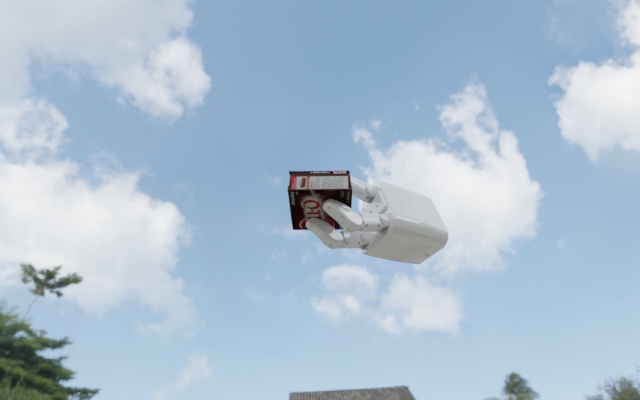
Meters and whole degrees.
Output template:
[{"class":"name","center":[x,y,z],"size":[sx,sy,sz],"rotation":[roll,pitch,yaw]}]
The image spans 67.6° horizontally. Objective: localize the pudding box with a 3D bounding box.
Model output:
[{"class":"pudding box","center":[0.000,0.002,0.703],"size":[0.090,0.039,0.114],"rotation":[-1,-36,1]}]
